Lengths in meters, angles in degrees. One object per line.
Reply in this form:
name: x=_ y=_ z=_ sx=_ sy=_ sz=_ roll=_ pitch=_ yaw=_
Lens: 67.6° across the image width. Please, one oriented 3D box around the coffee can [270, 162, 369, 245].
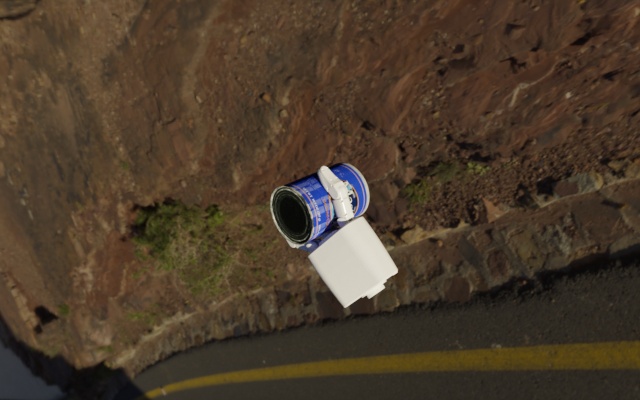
coffee can: x=0.000 y=0.002 z=0.815 sx=0.140 sy=0.103 sz=0.103 roll=-24 pitch=16 yaw=-40
